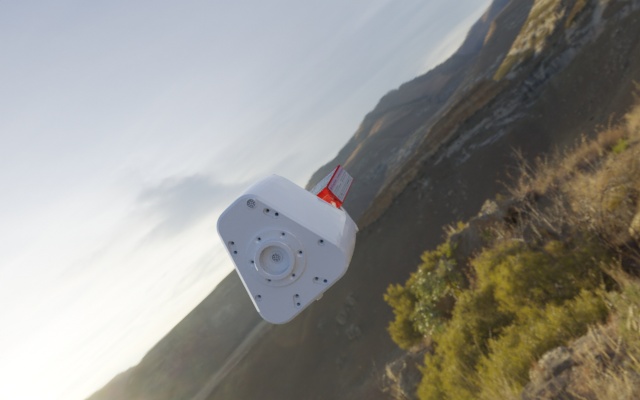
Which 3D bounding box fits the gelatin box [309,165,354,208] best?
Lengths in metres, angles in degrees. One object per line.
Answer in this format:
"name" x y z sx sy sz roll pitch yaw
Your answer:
"gelatin box" 0.000 0.001 0.575 0.073 0.030 0.089 -42 9 23
